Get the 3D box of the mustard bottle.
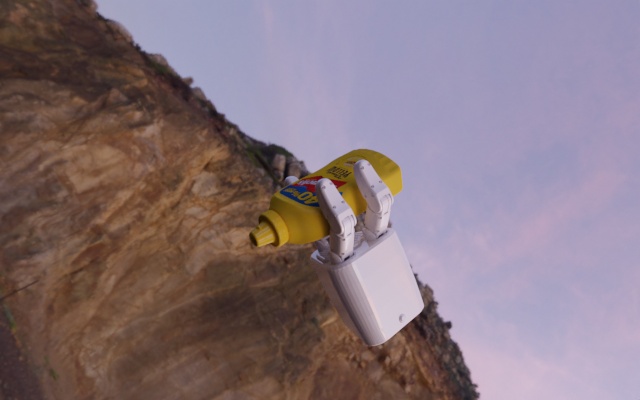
[{"bbox_3d":[0.000,0.001,0.559,0.191,0.058,0.096,-30,36,-30],"label":"mustard bottle"}]
